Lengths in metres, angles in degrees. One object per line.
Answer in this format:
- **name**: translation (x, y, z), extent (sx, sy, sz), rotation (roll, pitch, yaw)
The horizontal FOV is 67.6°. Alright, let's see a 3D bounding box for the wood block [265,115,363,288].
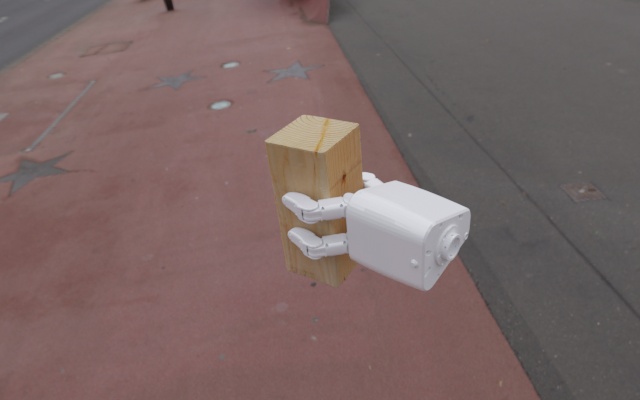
- **wood block**: translation (0.001, 0.002, 0.644), extent (0.090, 0.206, 0.090), rotation (15, 38, 29)
